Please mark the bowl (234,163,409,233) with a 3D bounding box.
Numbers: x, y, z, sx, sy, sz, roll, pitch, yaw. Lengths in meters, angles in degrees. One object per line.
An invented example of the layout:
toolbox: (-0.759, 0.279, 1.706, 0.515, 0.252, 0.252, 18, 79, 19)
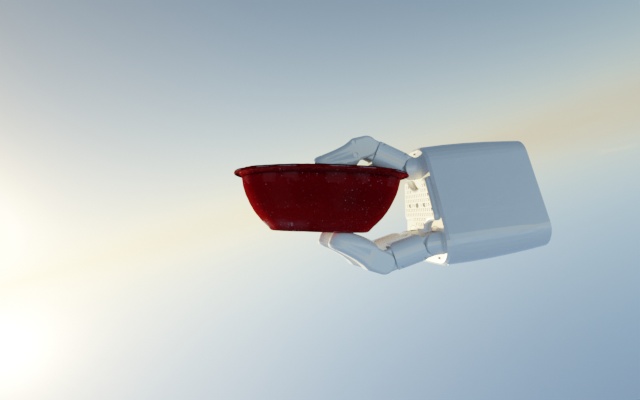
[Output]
bowl: (-0.001, 0.002, 0.445, 0.162, 0.055, 0.162, 1, -3, 0)
